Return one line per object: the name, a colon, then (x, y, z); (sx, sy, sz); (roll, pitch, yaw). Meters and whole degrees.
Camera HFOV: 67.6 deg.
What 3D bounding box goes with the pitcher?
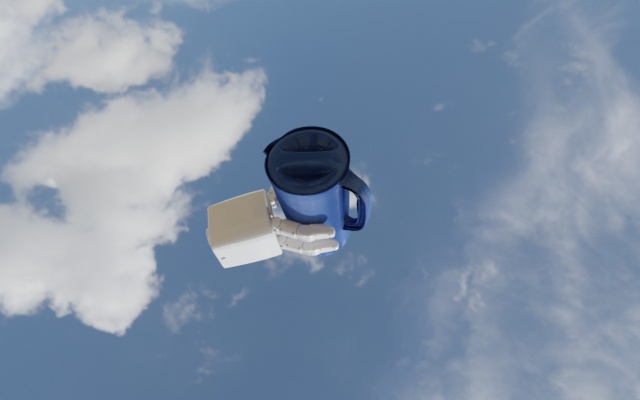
pitcher: (0.000, 0.003, 0.819); (0.145, 0.149, 0.243); (-17, -33, -3)
